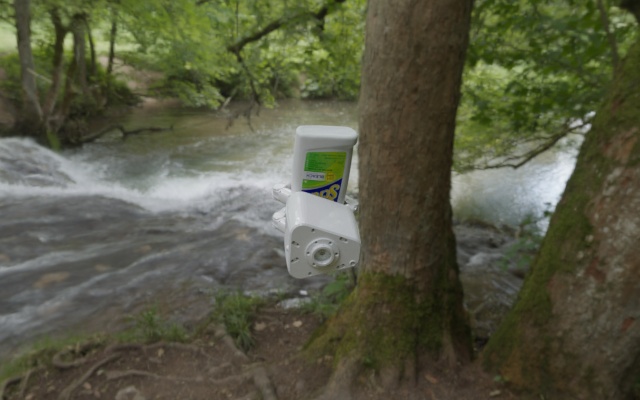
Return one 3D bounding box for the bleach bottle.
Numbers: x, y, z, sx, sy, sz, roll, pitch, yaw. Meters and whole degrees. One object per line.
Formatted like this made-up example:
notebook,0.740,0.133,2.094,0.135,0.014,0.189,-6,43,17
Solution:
bleach bottle,0.000,0.003,0.811,0.102,0.251,0.068,1,24,-7
